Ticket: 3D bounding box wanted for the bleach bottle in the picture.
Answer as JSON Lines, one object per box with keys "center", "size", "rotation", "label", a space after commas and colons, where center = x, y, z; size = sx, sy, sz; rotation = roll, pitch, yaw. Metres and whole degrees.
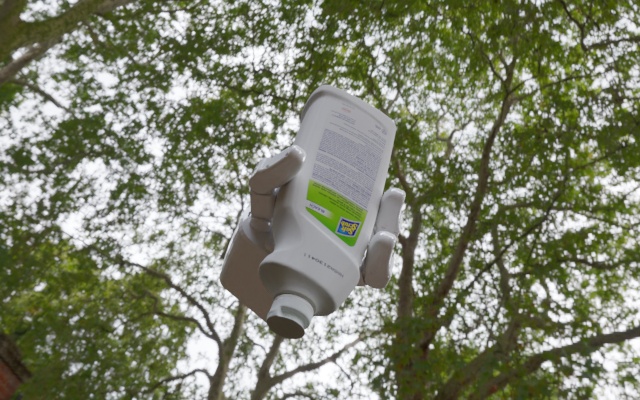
{"center": [0.000, 0.001, 0.421], "size": [0.102, 0.250, 0.068], "rotation": [26, -44, -6], "label": "bleach bottle"}
